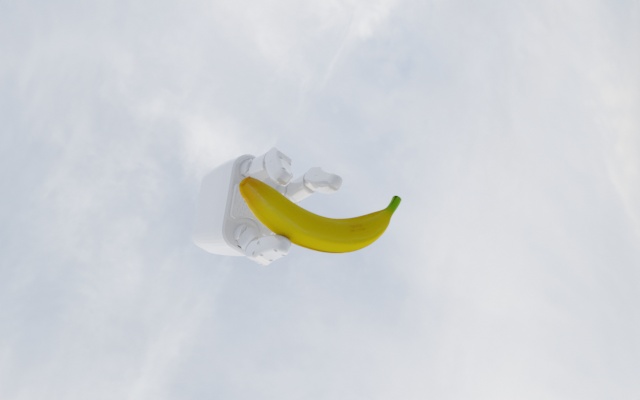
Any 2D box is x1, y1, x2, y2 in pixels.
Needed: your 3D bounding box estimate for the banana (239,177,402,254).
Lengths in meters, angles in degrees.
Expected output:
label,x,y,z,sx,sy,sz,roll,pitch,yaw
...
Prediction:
label,x,y,z,sx,sy,sz,roll,pitch,yaw
banana,0.002,0.021,0.502,0.198,0.069,0.037,6,-6,-34
